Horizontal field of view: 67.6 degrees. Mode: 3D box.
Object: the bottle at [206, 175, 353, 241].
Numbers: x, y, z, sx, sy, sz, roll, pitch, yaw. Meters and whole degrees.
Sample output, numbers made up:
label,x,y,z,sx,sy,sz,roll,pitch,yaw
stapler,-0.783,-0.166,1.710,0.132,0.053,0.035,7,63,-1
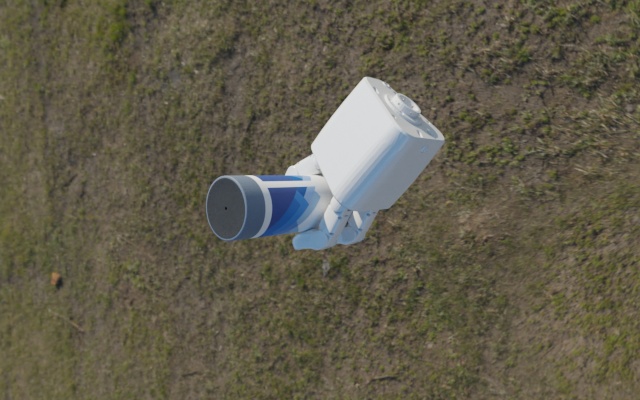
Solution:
label,x,y,z,sx,sy,sz,roll,pitch,yaw
bottle,0.000,0.002,0.592,0.069,0.069,0.296,0,2,41
